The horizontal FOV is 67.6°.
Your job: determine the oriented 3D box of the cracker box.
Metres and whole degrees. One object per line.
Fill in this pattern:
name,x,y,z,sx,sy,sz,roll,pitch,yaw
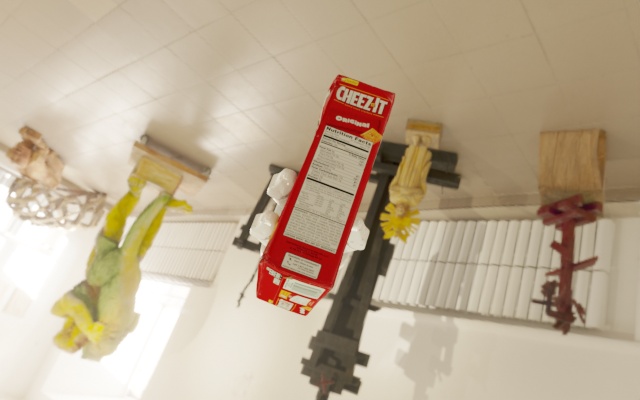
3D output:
cracker box,0.000,0.002,0.510,0.072,0.213,0.164,20,-23,-1
